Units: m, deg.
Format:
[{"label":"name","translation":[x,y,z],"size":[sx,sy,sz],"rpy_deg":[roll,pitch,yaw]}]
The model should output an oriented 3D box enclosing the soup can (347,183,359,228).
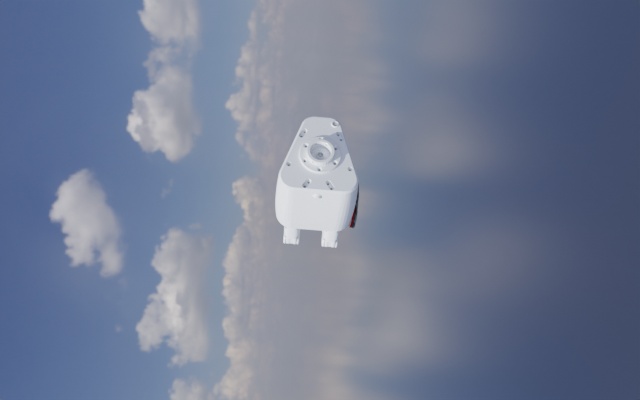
[{"label":"soup can","translation":[0.000,0.002,0.683],"size":[0.102,0.068,0.068],"rpy_deg":[5,0,-2]}]
